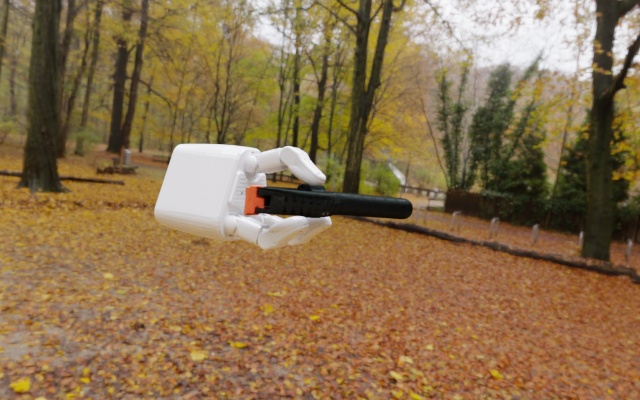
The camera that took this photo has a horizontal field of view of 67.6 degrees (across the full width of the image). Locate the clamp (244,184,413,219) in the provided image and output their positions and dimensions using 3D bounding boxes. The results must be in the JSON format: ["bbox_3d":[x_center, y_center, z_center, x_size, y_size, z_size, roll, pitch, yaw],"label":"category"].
[{"bbox_3d":[0.000,0.001,0.527,0.164,0.036,0.210,6,3,27],"label":"clamp"}]
